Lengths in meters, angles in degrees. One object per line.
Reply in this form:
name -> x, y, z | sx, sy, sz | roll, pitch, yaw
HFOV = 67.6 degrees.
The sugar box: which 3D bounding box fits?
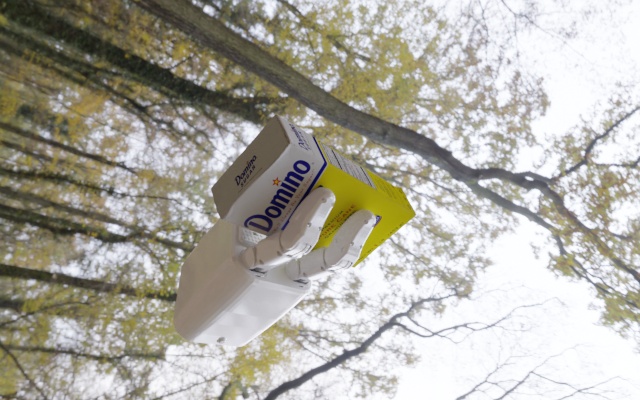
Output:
sugar box -> 0.000, 0.002, 0.438 | 0.176, 0.048, 0.093 | 23, -59, -43
